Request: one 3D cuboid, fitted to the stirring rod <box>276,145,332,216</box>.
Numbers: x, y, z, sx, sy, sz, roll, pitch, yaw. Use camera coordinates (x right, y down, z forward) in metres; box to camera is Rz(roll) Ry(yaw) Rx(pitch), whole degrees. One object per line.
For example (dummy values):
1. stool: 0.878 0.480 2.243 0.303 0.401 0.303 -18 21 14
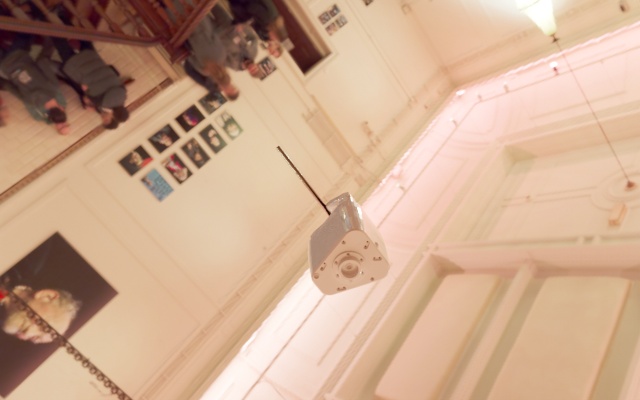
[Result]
1. stirring rod: 0.000 0.003 0.820 0.011 0.239 0.011 -34 17 12
